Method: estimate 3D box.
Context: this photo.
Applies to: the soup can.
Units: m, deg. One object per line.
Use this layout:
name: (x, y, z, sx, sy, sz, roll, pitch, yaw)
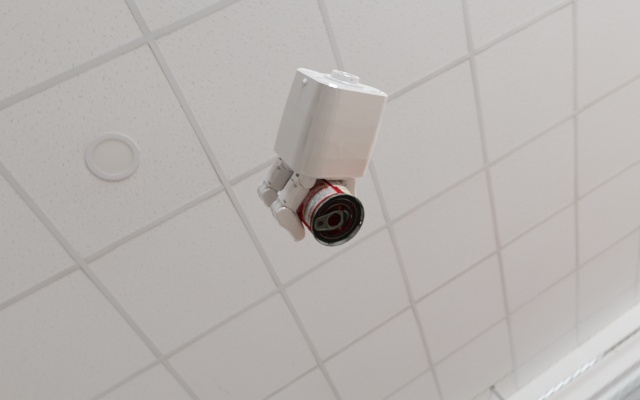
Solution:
soup can: (0.000, 0.002, 0.587, 0.068, 0.068, 0.102, 0, 25, -27)
